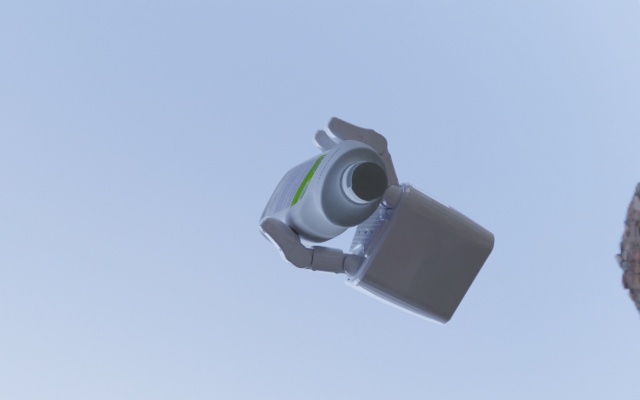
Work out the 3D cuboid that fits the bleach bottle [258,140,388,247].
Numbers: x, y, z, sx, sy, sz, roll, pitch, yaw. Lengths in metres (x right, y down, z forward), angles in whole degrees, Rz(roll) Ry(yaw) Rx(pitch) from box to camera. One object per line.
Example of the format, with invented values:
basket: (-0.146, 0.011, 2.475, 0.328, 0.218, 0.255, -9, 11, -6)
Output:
bleach bottle: (0.000, 0.001, 0.460, 0.068, 0.102, 0.251, 28, -10, -11)
